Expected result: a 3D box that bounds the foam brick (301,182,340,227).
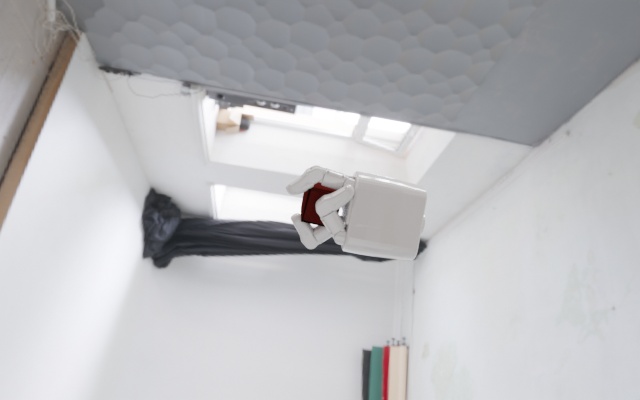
[{"bbox_3d":[0.000,0.002,0.720,0.051,0.053,0.078,12,16,-6],"label":"foam brick"}]
